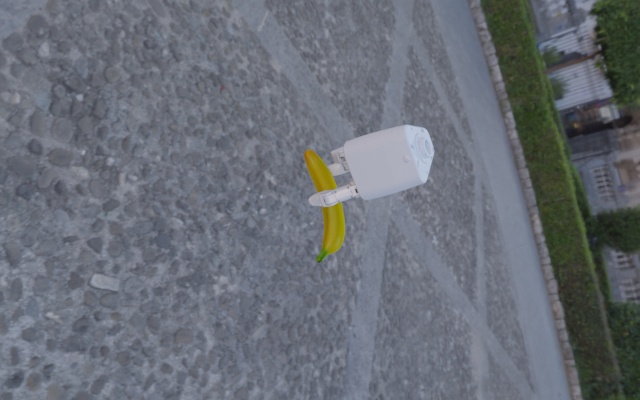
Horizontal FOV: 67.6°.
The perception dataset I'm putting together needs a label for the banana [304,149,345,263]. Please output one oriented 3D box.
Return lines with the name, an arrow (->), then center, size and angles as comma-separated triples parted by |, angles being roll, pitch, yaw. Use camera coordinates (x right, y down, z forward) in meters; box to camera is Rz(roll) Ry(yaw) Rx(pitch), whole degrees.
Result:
banana -> 0.011, 0.007, 0.841 | 0.037, 0.197, 0.069 | -14, -11, 32
